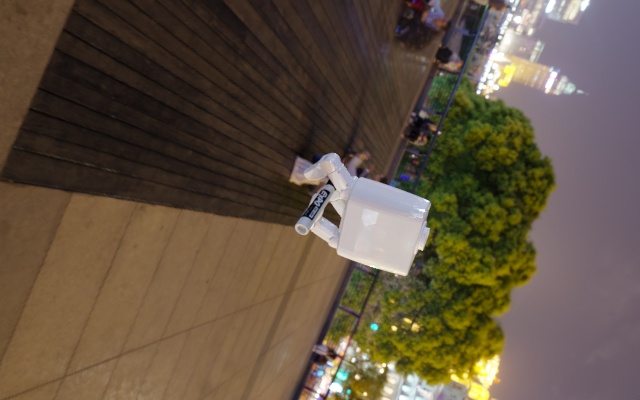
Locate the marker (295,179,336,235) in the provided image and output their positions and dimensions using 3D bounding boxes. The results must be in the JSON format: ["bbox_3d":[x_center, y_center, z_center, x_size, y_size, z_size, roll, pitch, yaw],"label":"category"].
[{"bbox_3d":[0.000,0.002,0.651,0.020,0.020,0.121,0,35,30],"label":"marker"}]
